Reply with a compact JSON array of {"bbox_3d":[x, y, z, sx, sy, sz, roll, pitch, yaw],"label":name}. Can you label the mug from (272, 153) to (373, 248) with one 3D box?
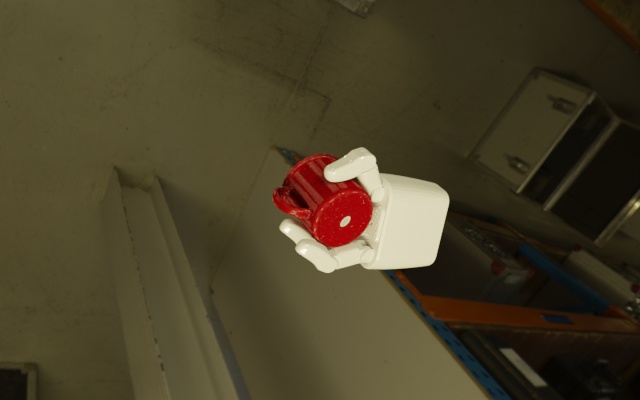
[{"bbox_3d":[-0.001,0.002,0.568,0.117,0.093,0.081,4,29,-33],"label":"mug"}]
